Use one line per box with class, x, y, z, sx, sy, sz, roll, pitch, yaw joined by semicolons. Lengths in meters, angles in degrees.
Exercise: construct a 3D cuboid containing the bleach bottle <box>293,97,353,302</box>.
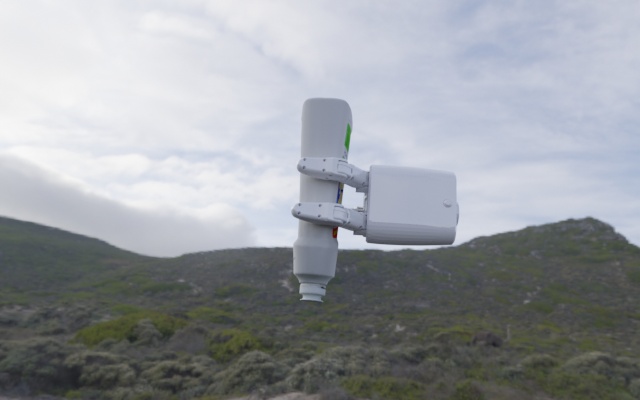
bleach bottle;0.000;0.002;0.609;0.068;0.250;0.102;3;-15;6
